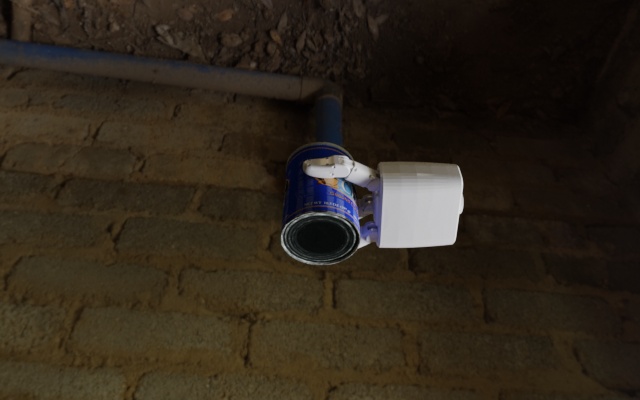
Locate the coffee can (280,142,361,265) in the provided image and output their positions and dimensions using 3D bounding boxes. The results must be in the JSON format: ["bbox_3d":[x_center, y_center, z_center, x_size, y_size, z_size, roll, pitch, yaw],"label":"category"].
[{"bbox_3d":[0.000,0.002,0.656,0.103,0.103,0.140,0,44,0],"label":"coffee can"}]
